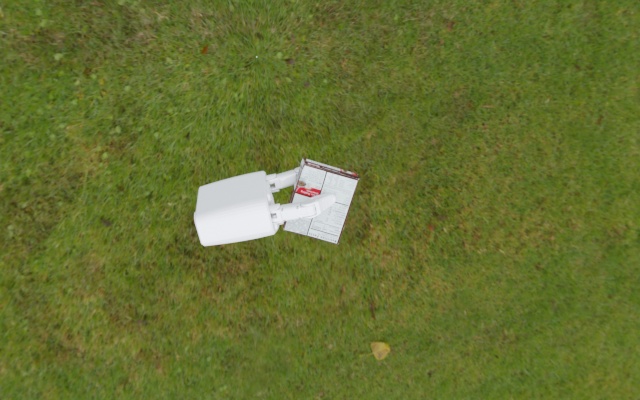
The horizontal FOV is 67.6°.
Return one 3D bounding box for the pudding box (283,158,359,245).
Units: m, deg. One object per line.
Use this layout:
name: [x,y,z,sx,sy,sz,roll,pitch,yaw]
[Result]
pudding box: [0.000,0.002,0.728,0.090,0.113,0.039,16,16,-8]
